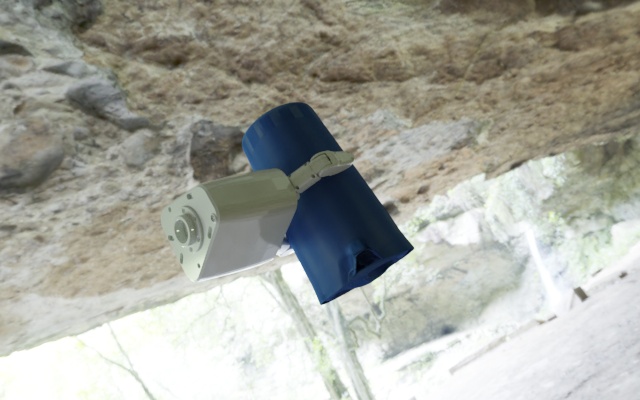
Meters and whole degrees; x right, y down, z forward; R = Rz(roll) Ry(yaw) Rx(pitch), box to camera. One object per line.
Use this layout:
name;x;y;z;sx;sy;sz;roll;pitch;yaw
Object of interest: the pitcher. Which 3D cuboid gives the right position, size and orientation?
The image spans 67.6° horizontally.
pitcher;0.000;0.002;0.618;0.145;0.242;0.149;-14;-23;-47
